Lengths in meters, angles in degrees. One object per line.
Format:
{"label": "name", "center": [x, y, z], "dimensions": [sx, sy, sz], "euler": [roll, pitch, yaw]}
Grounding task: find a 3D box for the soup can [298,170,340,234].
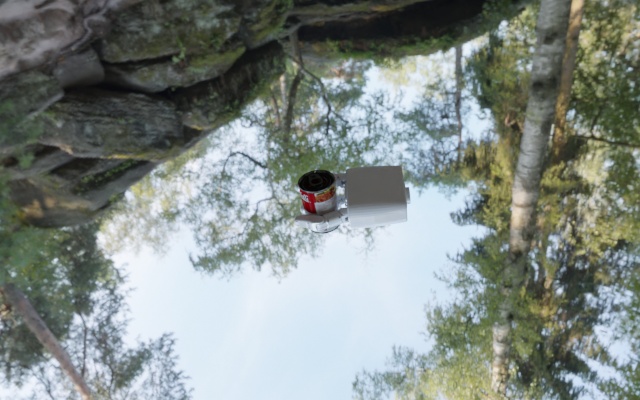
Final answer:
{"label": "soup can", "center": [0.000, 0.003, 0.891], "dimensions": [0.068, 0.102, 0.068], "euler": [-7, 38, 6]}
